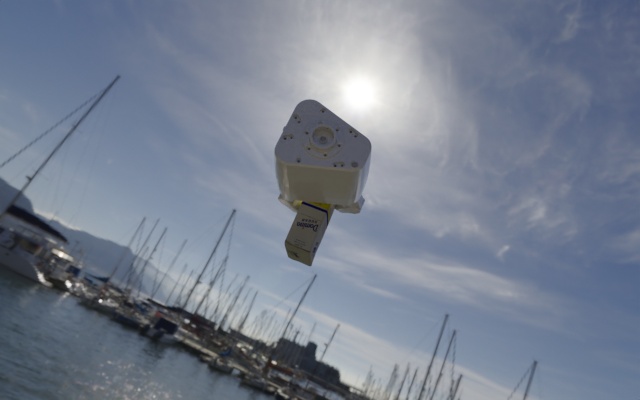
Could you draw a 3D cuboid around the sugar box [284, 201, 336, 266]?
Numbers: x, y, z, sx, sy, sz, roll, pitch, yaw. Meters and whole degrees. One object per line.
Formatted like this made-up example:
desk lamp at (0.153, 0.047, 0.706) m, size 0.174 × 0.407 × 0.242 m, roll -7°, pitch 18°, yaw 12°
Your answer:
sugar box at (0.000, 0.002, 0.709) m, size 0.048 × 0.176 × 0.093 m, roll 23°, pitch -19°, yaw 8°
